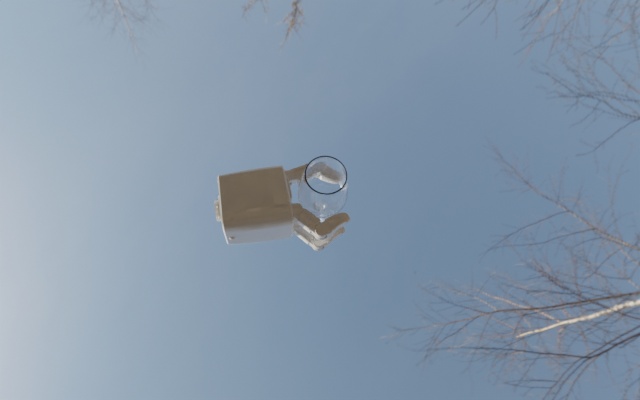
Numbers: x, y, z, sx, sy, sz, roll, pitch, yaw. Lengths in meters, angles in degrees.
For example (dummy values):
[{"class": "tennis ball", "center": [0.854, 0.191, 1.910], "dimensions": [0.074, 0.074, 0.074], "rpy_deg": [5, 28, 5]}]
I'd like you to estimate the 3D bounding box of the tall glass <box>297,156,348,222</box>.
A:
[{"class": "tall glass", "center": [0.000, 0.003, 0.768], "dimensions": [0.079, 0.079, 0.201], "rpy_deg": [0, -23, -5]}]
